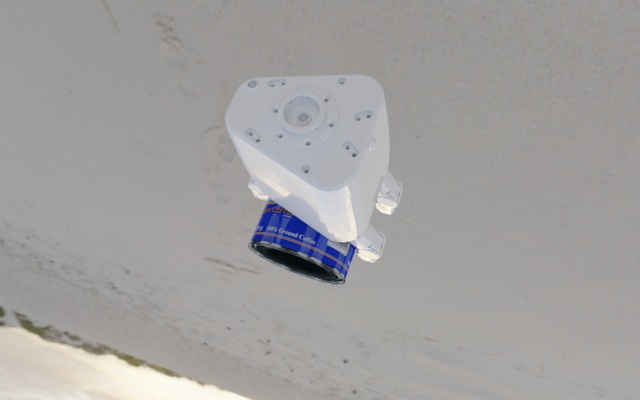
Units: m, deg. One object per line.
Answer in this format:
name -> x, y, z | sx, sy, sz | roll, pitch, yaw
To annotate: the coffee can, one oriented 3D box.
coffee can -> 0.000, 0.002, 0.489 | 0.103, 0.140, 0.103 | 19, -18, 6
